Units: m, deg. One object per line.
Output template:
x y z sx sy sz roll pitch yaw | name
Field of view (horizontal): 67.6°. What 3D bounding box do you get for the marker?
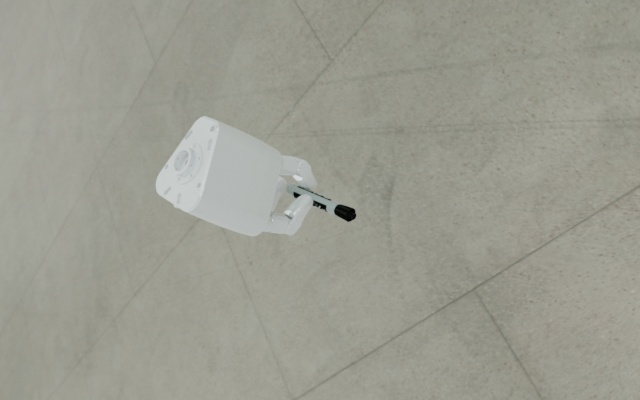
0.000 0.002 0.643 0.121 0.020 0.020 23 16 40 | marker
